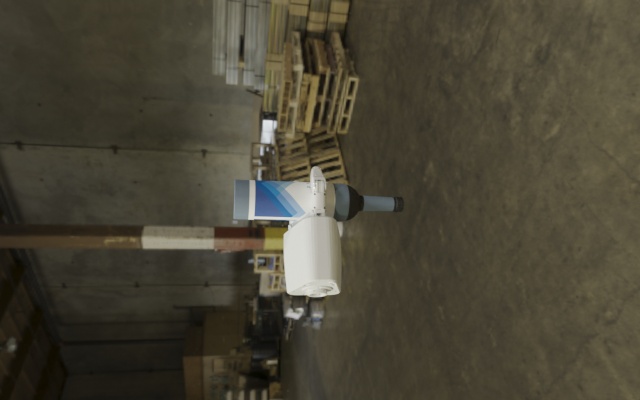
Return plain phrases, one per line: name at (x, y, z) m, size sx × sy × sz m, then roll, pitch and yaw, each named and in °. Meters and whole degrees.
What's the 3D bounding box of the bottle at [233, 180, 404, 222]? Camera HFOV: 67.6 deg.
bottle at (0.000, 0.003, 0.826) m, size 0.296 × 0.069 × 0.069 m, roll 2°, pitch 0°, yaw -10°
